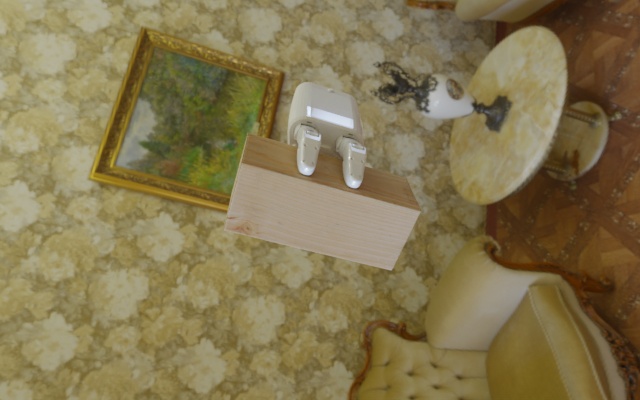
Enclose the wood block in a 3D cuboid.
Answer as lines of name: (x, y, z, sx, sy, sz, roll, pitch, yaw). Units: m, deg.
wood block: (0.000, 0.002, 0.571, 0.206, 0.091, 0.090, 15, 27, -11)
